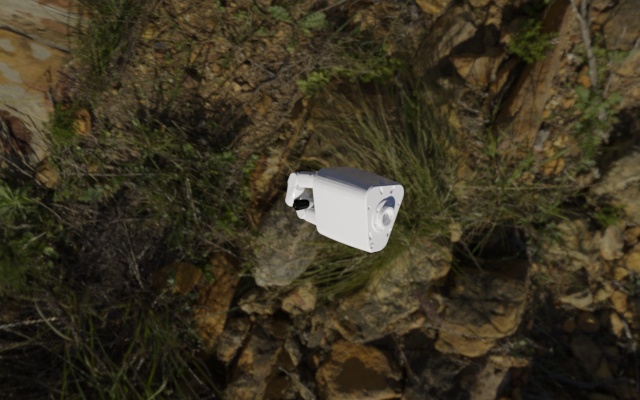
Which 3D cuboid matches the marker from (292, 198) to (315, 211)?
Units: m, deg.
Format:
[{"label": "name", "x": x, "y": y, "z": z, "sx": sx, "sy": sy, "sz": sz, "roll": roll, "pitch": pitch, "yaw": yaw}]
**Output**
[{"label": "marker", "x": 0.000, "y": 0.003, "z": 0.814, "sx": 0.121, "sy": 0.020, "sz": 0.020, "roll": -7, "pitch": 5, "yaw": -44}]
